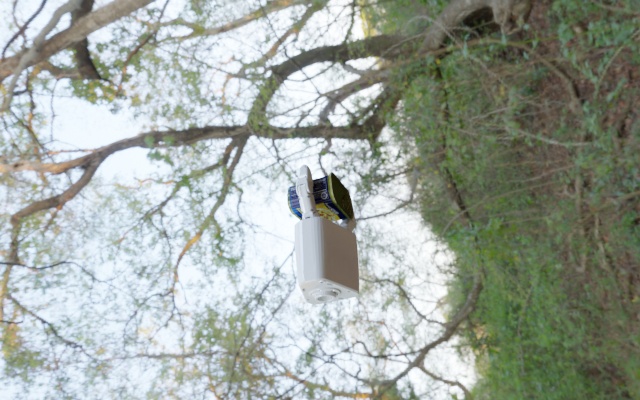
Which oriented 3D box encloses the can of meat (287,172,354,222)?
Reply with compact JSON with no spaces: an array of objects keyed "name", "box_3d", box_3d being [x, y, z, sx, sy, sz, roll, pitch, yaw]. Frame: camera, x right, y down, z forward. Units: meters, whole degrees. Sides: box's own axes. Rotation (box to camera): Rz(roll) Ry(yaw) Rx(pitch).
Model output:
[{"name":"can of meat","box_3d":[0.000,0.003,0.827,0.084,0.057,0.102,-15,-30,19]}]
